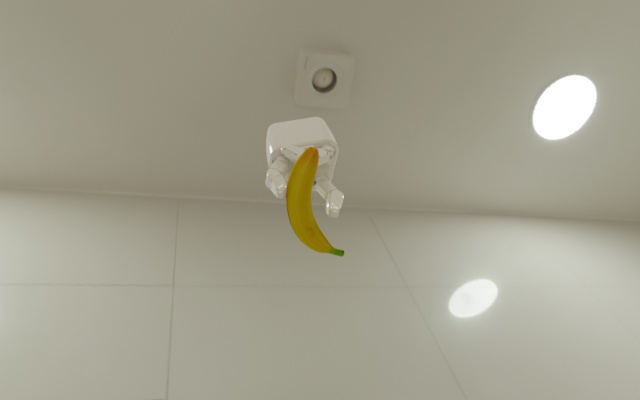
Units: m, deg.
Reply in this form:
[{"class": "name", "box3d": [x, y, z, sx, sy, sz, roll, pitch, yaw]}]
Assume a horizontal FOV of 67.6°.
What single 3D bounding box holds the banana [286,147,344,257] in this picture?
[{"class": "banana", "box3d": [-0.017, 0.010, 0.715, 0.069, 0.198, 0.037, -15, 34, 1]}]
